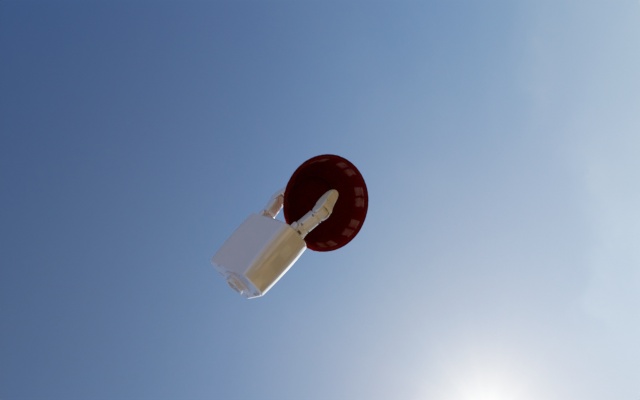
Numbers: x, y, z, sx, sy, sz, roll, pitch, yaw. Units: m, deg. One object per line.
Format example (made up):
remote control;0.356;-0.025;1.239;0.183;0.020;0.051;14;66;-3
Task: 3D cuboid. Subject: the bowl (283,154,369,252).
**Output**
bowl;0.001;0.002;0.804;0.162;0.162;0.055;0;5;-29
